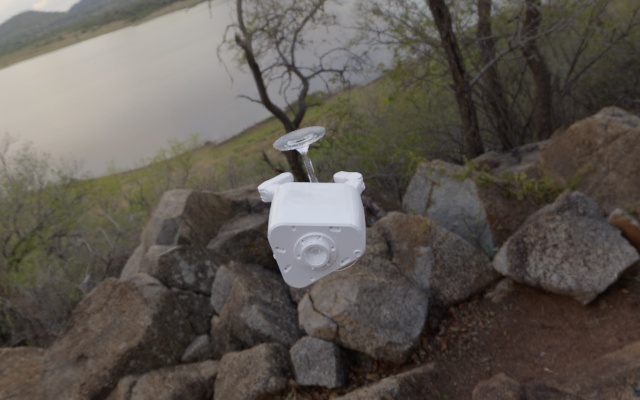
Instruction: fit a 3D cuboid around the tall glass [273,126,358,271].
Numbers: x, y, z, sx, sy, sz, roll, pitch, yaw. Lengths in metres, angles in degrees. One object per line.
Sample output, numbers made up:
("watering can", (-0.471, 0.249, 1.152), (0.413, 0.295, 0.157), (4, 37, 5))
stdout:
("tall glass", (0.000, 0.002, 0.676), (0.079, 0.201, 0.079), (-15, 25, 7))
